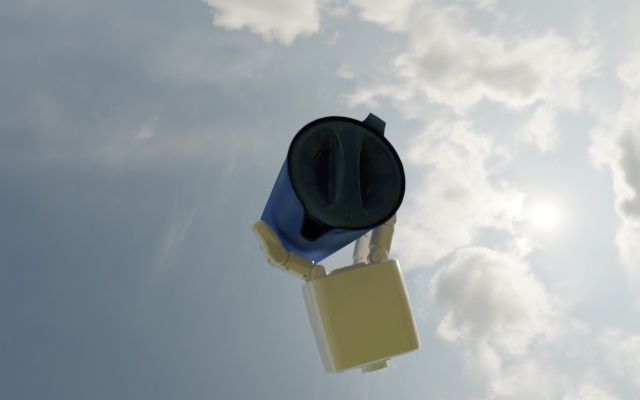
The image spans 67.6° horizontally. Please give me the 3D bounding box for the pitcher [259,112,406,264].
[{"bbox_3d":[0.000,0.002,0.604,0.149,0.145,0.243,-11,-17,-23],"label":"pitcher"}]
